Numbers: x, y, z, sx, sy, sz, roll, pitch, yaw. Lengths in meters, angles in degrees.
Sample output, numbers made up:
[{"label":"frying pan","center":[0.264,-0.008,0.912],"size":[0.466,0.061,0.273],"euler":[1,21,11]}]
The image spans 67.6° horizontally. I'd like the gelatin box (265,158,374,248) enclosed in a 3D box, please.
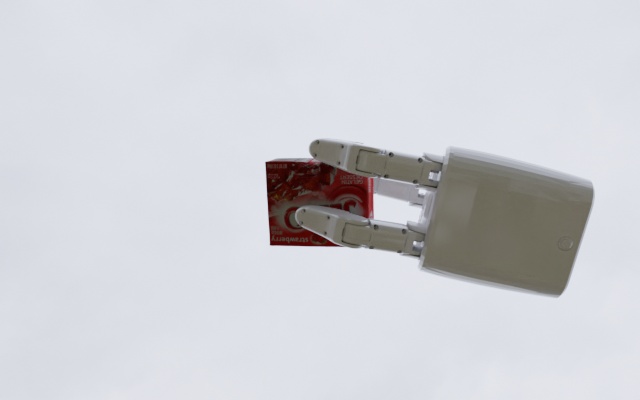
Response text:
[{"label":"gelatin box","center":[0.000,0.001,0.401],"size":[0.089,0.073,0.030],"euler":[1,10,16]}]
